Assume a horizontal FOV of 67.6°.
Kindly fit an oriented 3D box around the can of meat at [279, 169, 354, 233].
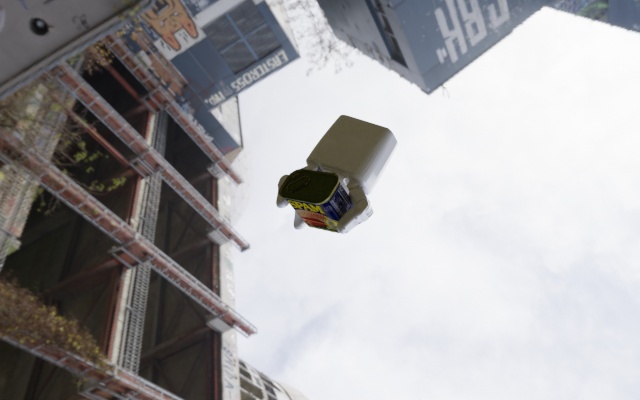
[{"bbox_3d":[0.000,0.003,0.732,0.102,0.057,0.084,10,-31,41],"label":"can of meat"}]
